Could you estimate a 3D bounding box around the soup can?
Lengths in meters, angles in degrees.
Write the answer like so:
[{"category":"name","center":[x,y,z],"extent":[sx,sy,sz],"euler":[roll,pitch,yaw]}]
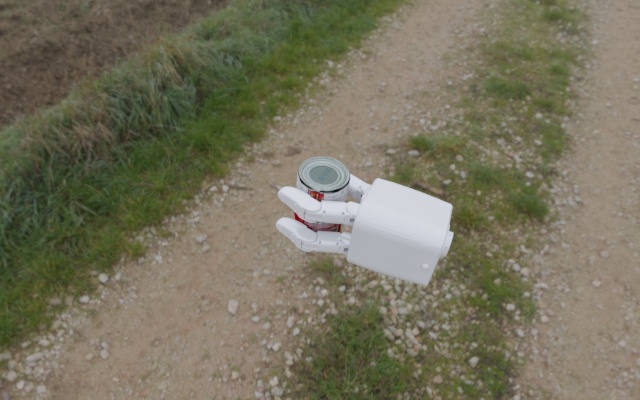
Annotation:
[{"category":"soup can","center":[0.000,0.002,0.626],"extent":[0.068,0.102,0.068],"euler":[4,44,-4]}]
